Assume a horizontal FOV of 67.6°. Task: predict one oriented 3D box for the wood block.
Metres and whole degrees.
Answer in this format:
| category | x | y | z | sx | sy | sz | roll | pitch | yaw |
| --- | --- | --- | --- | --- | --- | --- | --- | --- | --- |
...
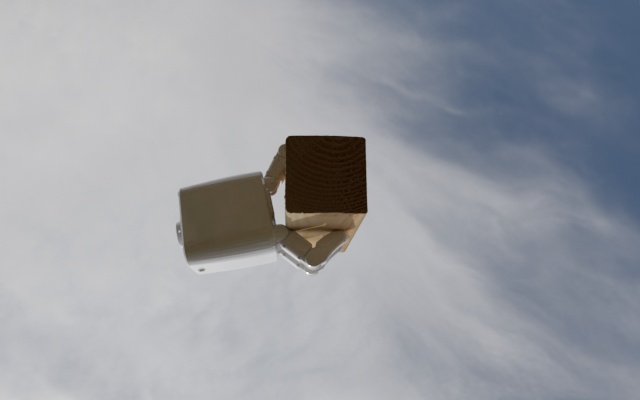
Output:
| category | x | y | z | sx | sy | sz | roll | pitch | yaw |
| --- | --- | --- | --- | --- | --- | --- | --- | --- | --- |
| wood block | 0.000 | 0.002 | 0.607 | 0.090 | 0.090 | 0.206 | 0 | -17 | -4 |
